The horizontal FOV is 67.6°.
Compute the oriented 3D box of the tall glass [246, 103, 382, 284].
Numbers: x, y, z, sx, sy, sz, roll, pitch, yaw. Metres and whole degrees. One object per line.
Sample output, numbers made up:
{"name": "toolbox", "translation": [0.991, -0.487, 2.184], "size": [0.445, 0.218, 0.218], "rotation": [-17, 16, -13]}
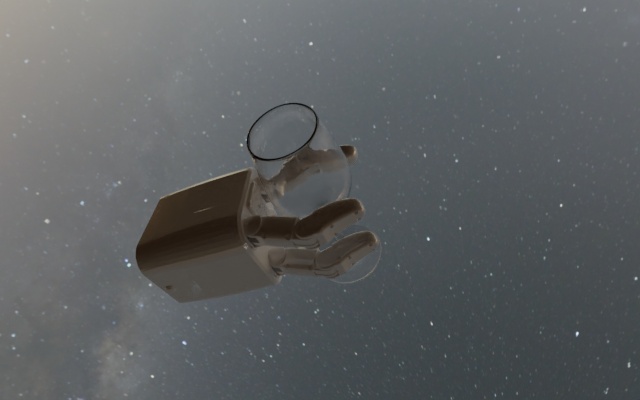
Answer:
{"name": "tall glass", "translation": [0.000, 0.002, 0.453], "size": [0.079, 0.079, 0.201], "rotation": [0, -35, 22]}
